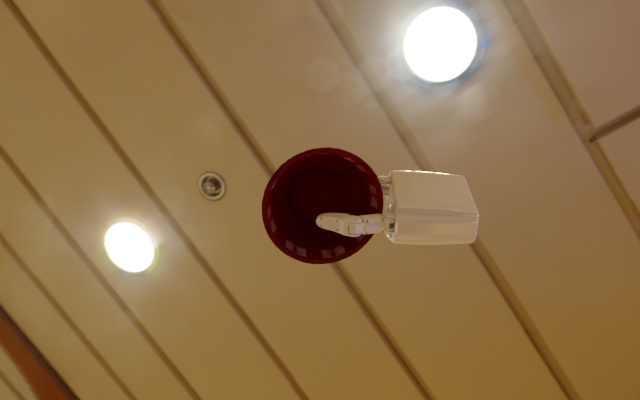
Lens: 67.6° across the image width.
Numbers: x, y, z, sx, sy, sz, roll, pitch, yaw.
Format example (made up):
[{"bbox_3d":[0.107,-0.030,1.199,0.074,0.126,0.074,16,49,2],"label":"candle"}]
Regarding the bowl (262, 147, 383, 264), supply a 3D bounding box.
[{"bbox_3d":[-0.001,0.002,0.644,0.162,0.162,0.055,0,19,-11],"label":"bowl"}]
